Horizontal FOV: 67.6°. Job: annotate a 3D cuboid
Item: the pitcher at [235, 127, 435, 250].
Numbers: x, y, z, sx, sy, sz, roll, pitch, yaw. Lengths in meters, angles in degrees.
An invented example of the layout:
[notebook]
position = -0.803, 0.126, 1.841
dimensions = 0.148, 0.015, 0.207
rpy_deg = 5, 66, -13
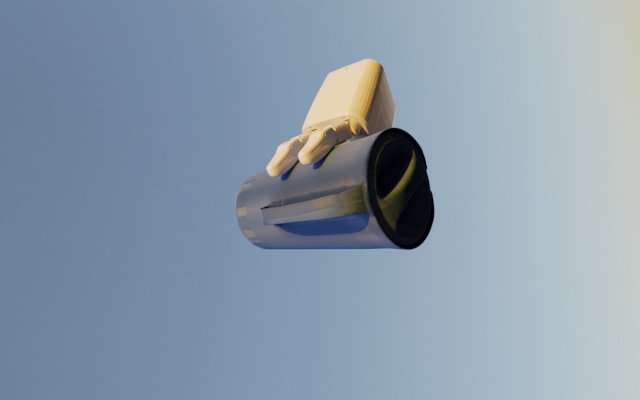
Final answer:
[pitcher]
position = 0.000, 0.002, 0.583
dimensions = 0.243, 0.145, 0.149
rpy_deg = -10, -40, 42
